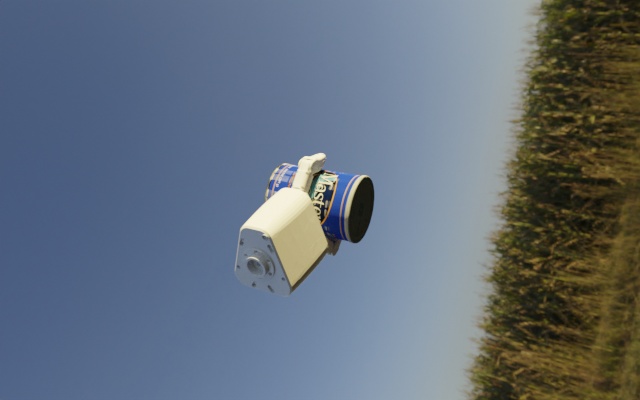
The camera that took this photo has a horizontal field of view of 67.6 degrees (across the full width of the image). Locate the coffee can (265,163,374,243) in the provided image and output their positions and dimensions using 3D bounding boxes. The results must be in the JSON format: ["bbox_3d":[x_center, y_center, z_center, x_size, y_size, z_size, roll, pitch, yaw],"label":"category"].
[{"bbox_3d":[0.000,0.002,0.740,0.140,0.103,0.103,11,4,25],"label":"coffee can"}]
